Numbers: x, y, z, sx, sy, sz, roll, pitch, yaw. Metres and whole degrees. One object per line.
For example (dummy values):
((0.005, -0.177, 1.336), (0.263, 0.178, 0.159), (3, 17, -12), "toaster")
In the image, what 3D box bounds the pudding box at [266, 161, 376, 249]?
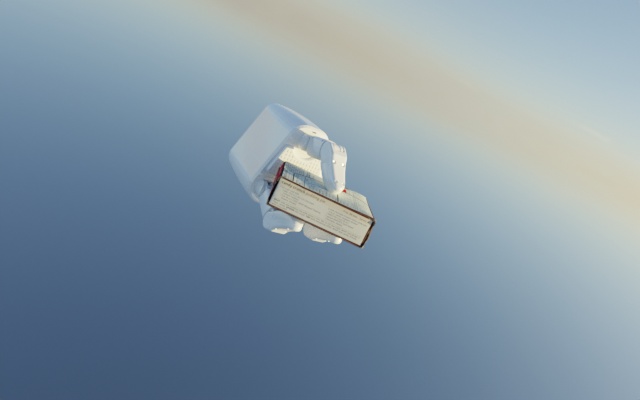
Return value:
((0.000, 0.002, 0.526), (0.113, 0.039, 0.090), (23, 14, -6), "pudding box")
